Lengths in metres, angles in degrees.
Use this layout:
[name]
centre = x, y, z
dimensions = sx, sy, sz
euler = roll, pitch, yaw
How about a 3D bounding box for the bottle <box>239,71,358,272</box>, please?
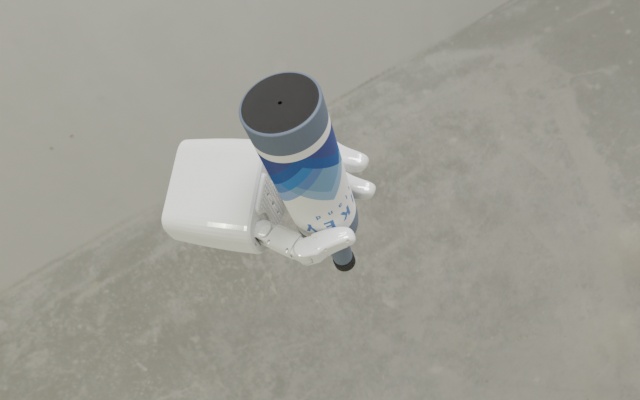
[bottle]
centre = 0.000, 0.001, 0.485
dimensions = 0.069, 0.069, 0.296
euler = 0, -31, 14
